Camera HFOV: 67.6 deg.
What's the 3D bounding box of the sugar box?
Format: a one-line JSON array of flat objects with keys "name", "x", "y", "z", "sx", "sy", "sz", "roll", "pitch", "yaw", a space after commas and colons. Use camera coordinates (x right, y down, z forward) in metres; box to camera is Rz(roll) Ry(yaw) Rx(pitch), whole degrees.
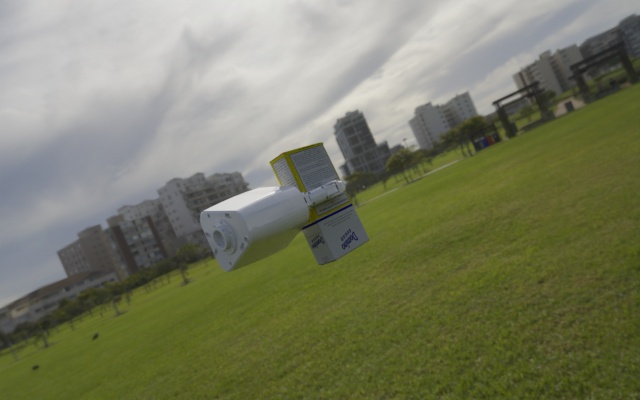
[{"name": "sugar box", "x": 0.000, "y": 0.003, "z": 0.736, "sx": 0.048, "sy": 0.176, "sz": 0.093, "roll": -24, "pitch": -1, "yaw": 44}]
